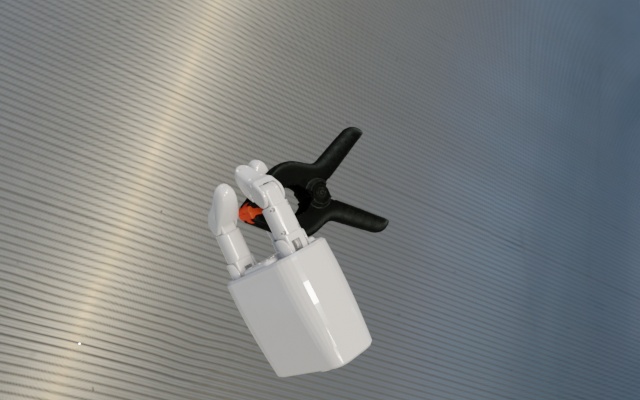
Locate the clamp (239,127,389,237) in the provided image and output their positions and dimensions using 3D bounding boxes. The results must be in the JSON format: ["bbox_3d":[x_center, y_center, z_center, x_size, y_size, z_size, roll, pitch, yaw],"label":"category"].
[{"bbox_3d":[0.000,0.001,0.496,0.171,0.120,0.039,-27,0,-30],"label":"clamp"}]
